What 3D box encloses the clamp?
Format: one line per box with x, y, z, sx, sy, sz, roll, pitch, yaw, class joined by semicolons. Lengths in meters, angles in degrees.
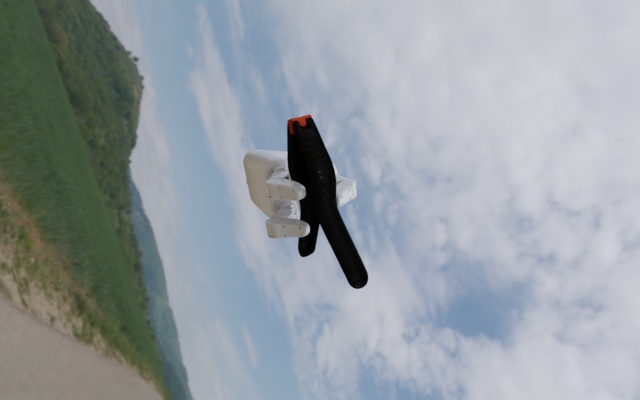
0.001;0.001;0.590;0.036;0.210;0.164;-18;23;-24;clamp
